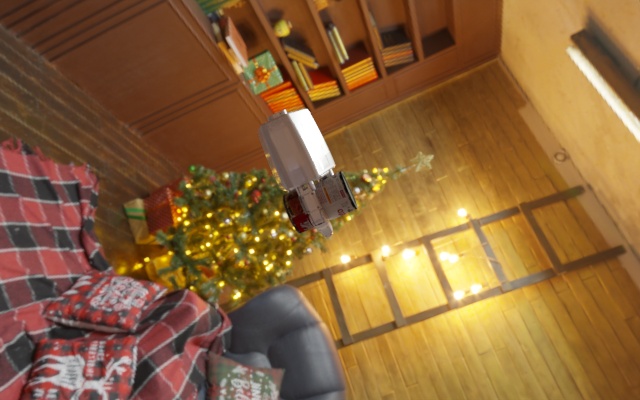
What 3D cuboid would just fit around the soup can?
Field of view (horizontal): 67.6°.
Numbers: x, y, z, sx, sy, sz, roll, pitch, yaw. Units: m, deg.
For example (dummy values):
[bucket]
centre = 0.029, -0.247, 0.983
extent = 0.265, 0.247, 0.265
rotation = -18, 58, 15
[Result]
[soup can]
centre = 0.001, 0.003, 0.763
extent = 0.102, 0.068, 0.068
rotation = -23, -4, 8
